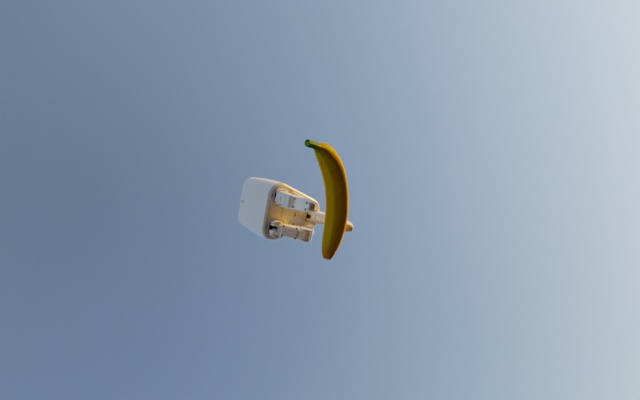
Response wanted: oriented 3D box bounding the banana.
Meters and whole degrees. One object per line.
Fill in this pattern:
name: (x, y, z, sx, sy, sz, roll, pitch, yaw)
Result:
banana: (0.015, -0.007, 0.742, 0.069, 0.198, 0.037, -22, 23, -30)
